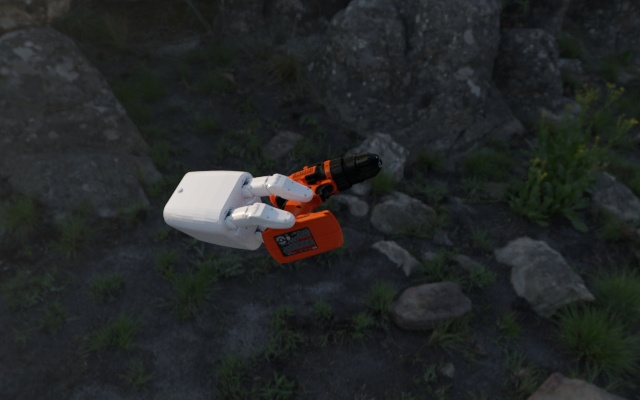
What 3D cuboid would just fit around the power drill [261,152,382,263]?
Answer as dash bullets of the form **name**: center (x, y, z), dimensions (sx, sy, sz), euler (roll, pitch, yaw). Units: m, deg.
- **power drill**: center (0.000, 0.002, 0.682), dimensions (0.184, 0.057, 0.187), euler (-19, 24, 17)
